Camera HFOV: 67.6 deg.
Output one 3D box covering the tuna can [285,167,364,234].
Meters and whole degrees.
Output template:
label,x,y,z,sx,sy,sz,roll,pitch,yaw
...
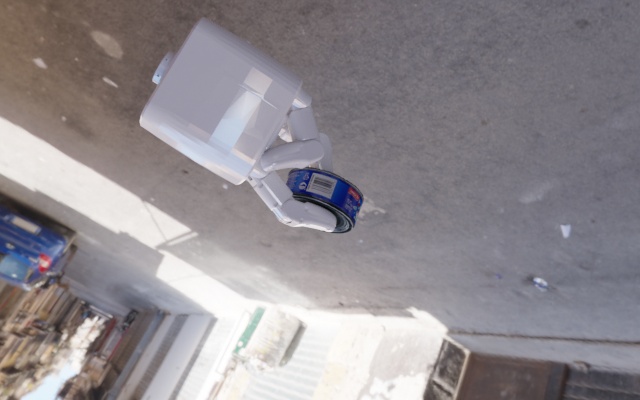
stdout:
label,x,y,z,sx,sy,sz,roll,pitch,yaw
tuna can,0.000,0.002,0.502,0.086,0.033,0.086,18,-23,8
